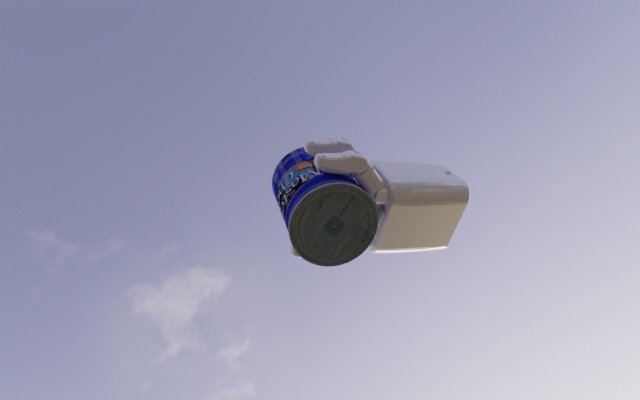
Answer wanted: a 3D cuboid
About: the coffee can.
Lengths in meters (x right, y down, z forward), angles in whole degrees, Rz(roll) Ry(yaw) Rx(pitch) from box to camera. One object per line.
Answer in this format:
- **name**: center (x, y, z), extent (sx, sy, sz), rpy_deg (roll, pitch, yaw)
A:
- **coffee can**: center (0.000, 0.002, 0.589), extent (0.103, 0.103, 0.140), rpy_deg (0, 23, -14)
